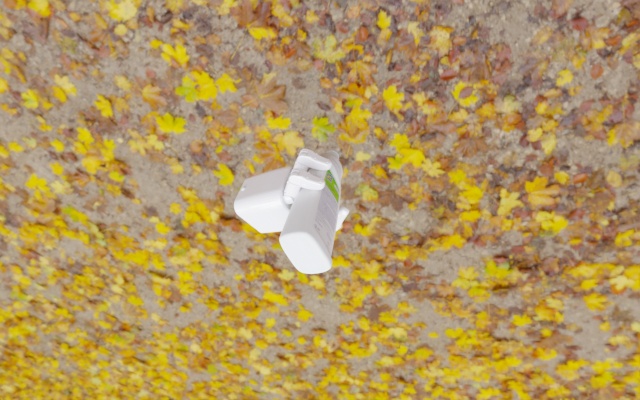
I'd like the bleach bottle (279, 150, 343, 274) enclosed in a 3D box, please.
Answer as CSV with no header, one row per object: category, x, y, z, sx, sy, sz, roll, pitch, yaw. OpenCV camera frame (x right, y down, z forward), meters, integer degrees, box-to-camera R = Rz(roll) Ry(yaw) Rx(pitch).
bleach bottle,0.000,0.003,0.858,0.068,0.103,0.250,-11,38,26
